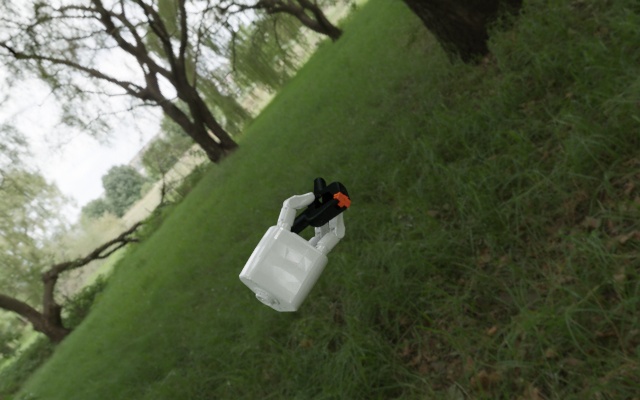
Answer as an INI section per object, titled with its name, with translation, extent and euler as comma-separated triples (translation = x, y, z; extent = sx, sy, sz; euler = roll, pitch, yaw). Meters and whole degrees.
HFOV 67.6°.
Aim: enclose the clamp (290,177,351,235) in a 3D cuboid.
[clamp]
translation = 0.000, 0.002, 0.890
extent = 0.036, 0.164, 0.210
euler = 39, -27, -16
